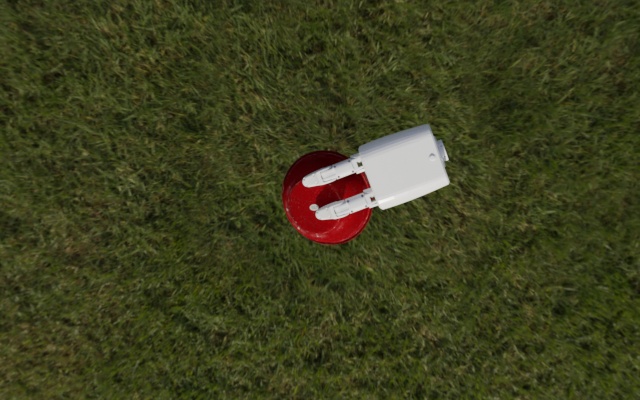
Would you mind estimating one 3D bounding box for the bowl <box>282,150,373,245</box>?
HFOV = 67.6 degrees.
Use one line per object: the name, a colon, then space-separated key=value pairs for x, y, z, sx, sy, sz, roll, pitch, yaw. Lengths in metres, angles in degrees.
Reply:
bowl: x=-0.001 y=0.003 z=0.770 sx=0.162 sy=0.162 sz=0.055 roll=0 pitch=14 yaw=22
